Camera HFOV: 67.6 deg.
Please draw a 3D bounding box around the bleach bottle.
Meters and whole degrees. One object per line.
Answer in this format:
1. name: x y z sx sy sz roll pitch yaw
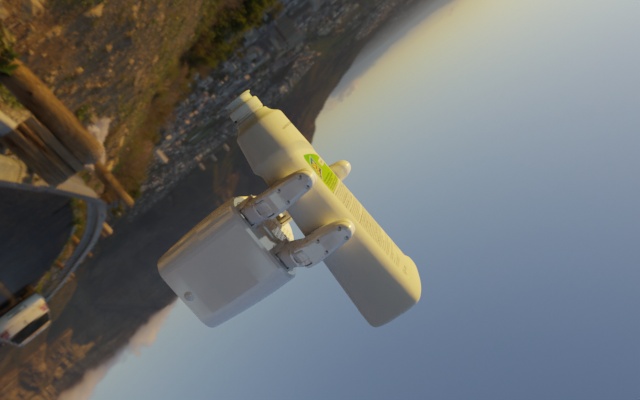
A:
1. bleach bottle: 0.000 0.002 0.470 0.068 0.251 0.102 -36 10 12
